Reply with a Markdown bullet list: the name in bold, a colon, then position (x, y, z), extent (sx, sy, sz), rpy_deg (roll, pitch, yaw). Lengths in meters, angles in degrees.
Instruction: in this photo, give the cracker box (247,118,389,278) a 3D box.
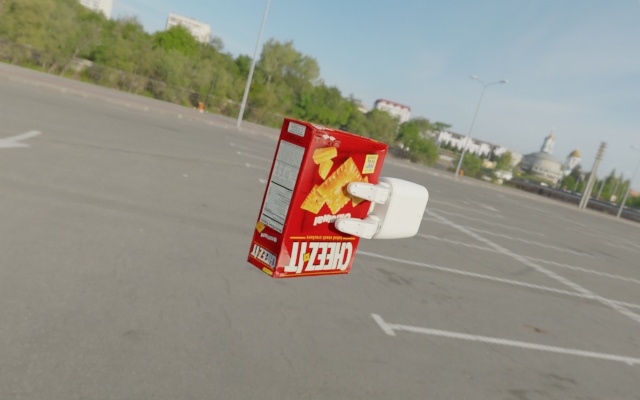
- **cracker box**: position (0.000, 0.002, 0.698), extent (0.164, 0.214, 0.072), rpy_deg (6, 14, -46)
